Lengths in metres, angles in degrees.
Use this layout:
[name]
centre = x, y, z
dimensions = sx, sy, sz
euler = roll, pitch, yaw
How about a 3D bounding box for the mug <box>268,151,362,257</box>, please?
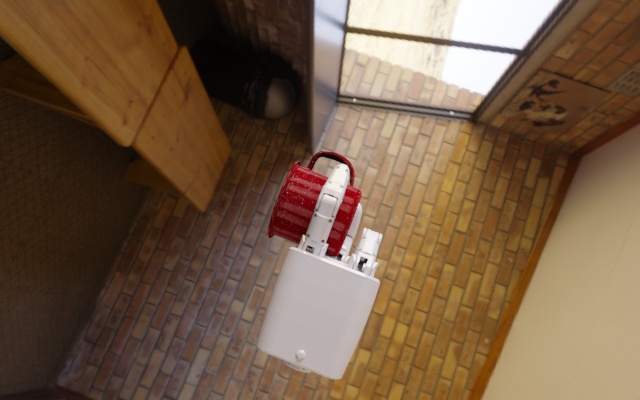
[mug]
centre = 0.001, 0.001, 0.538
dimensions = 0.081, 0.117, 0.093
euler = 21, -7, 4
